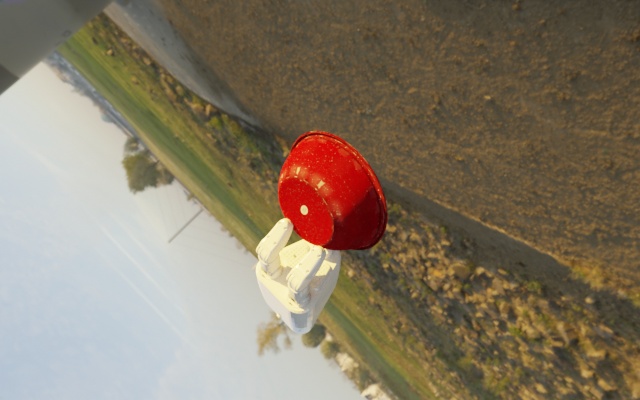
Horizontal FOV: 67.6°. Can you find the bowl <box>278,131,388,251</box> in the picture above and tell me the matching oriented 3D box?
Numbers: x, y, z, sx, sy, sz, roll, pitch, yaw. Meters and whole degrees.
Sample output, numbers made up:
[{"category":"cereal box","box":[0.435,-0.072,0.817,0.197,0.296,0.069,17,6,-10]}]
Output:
[{"category":"bowl","box":[0.000,0.001,0.571,0.055,0.162,0.162,-33,20,-35]}]
